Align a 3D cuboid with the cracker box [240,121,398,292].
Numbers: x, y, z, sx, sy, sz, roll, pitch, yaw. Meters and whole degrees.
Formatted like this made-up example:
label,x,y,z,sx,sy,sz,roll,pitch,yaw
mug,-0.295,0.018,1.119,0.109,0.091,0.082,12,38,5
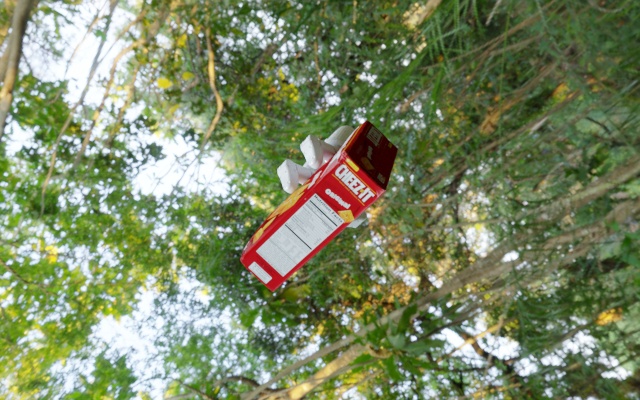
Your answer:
label,x,y,z,sx,sy,sz,roll,pitch,yaw
cracker box,0.000,0.002,0.647,0.214,0.072,0.164,-44,7,26
